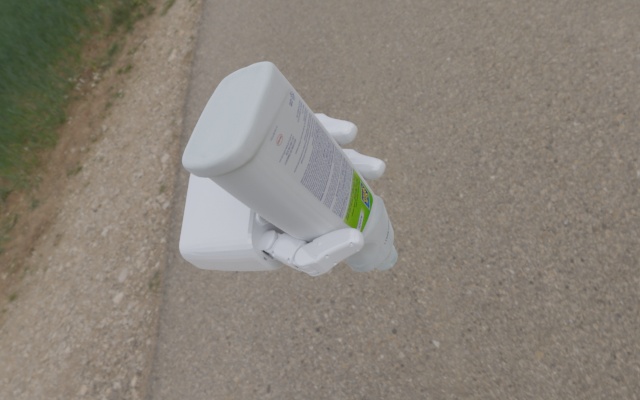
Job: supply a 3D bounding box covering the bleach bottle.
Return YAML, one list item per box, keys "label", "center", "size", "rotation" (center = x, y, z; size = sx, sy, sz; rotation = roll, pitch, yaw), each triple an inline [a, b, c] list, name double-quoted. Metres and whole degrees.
- label: "bleach bottle"
  center: [0.000, 0.001, 0.425]
  size: [0.068, 0.102, 0.251]
  rotation: [-8, -37, 36]
